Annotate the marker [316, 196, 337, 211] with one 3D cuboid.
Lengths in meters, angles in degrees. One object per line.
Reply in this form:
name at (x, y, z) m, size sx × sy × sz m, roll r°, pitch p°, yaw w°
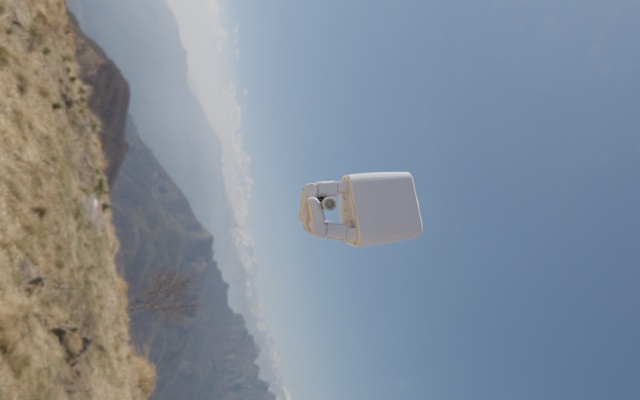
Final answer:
marker at (0.000, 0.002, 0.740) m, size 0.020 × 0.020 × 0.121 m, roll 0°, pitch 3°, yaw -14°
